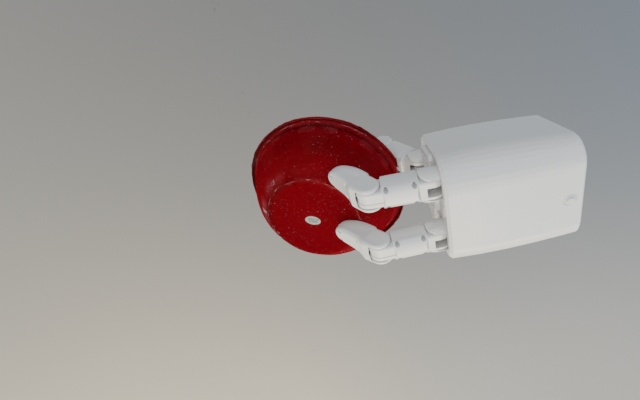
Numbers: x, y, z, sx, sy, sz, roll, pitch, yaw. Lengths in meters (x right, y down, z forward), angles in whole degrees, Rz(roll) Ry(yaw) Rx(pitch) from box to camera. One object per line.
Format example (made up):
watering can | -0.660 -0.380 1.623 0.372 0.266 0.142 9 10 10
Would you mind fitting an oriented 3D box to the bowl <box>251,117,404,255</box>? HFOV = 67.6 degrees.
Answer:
bowl | -0.001 0.002 0.470 0.162 0.162 0.055 0 37 18
